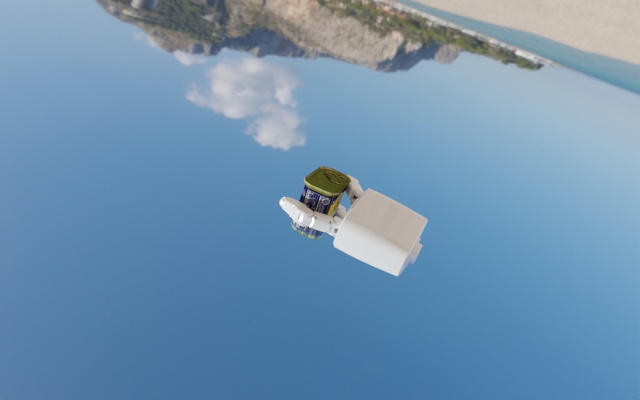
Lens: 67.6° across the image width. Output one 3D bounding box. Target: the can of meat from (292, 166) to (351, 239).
[{"bbox_3d":[0.000,0.003,0.754,0.057,0.084,0.102,24,24,10],"label":"can of meat"}]
